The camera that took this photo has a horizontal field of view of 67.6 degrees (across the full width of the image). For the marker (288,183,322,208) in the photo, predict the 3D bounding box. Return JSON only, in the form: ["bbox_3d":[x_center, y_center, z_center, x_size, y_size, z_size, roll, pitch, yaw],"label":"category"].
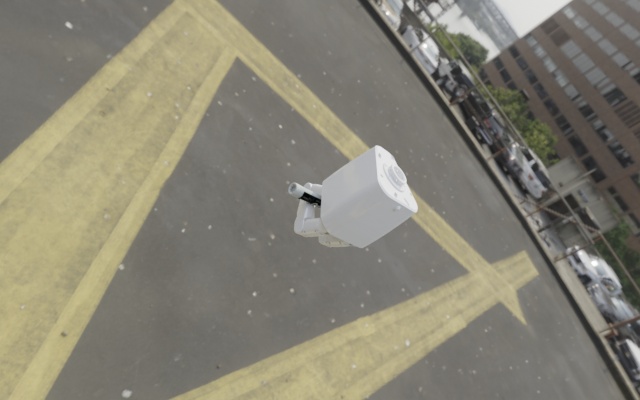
[{"bbox_3d":[0.000,0.002,0.730,0.020,0.020,0.121,0,-19,46],"label":"marker"}]
